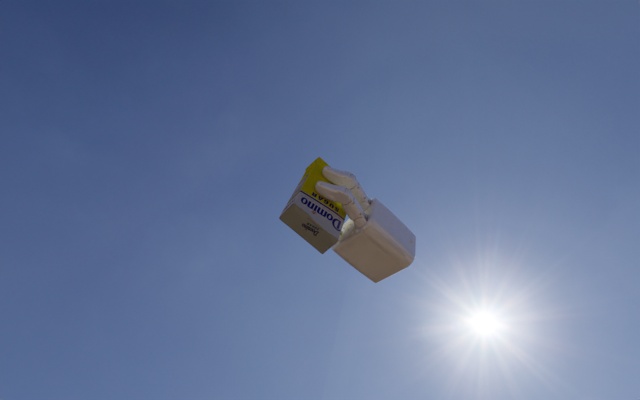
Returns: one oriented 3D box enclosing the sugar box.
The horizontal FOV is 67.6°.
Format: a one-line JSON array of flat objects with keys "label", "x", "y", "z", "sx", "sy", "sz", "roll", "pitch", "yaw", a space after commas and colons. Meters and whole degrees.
[{"label": "sugar box", "x": 0.001, "y": 0.002, "z": 0.798, "sx": 0.048, "sy": 0.093, "sz": 0.176, "roll": -44, "pitch": 12, "yaw": 27}]
